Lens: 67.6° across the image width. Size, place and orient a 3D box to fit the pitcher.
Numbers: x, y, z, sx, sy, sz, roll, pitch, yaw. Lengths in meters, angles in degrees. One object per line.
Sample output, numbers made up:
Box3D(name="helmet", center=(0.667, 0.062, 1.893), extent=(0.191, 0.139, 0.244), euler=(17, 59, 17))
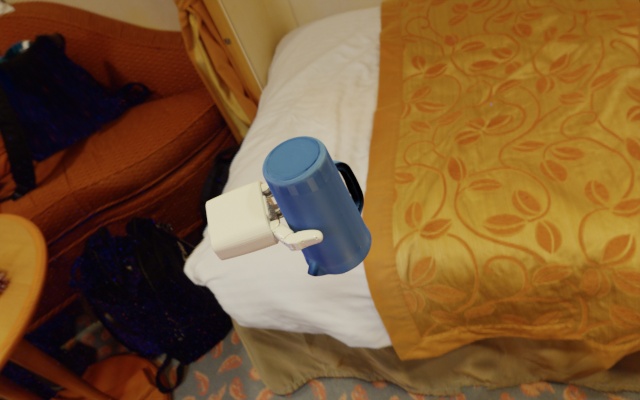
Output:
Box3D(name="pitcher", center=(0.000, 0.003, 0.823), extent=(0.145, 0.149, 0.243), euler=(-20, -46, 6))
